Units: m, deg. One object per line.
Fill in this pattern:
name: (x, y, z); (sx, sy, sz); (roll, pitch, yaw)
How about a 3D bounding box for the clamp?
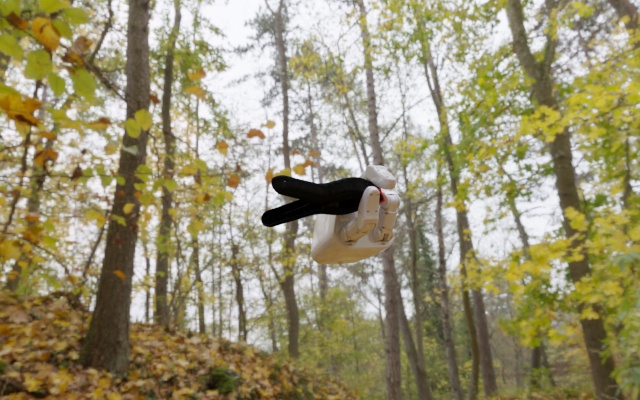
clamp: (0.000, 0.002, 0.652); (0.171, 0.039, 0.120); (1, -22, -24)
